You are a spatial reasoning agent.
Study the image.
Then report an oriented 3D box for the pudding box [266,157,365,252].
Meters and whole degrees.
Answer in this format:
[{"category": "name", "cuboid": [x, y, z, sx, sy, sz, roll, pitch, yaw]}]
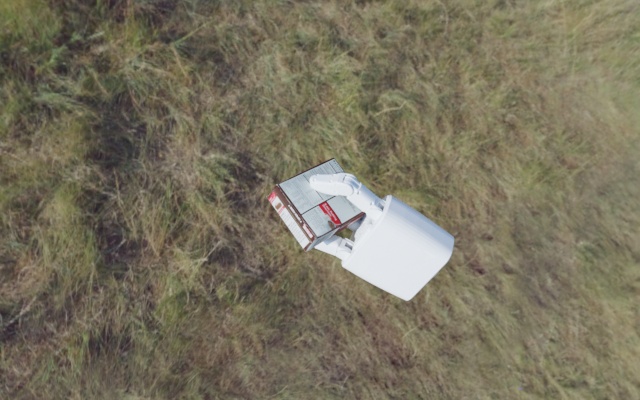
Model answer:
[{"category": "pudding box", "cuboid": [0.000, 0.002, 0.631, 0.113, 0.090, 0.039, -27, -15, -41]}]
